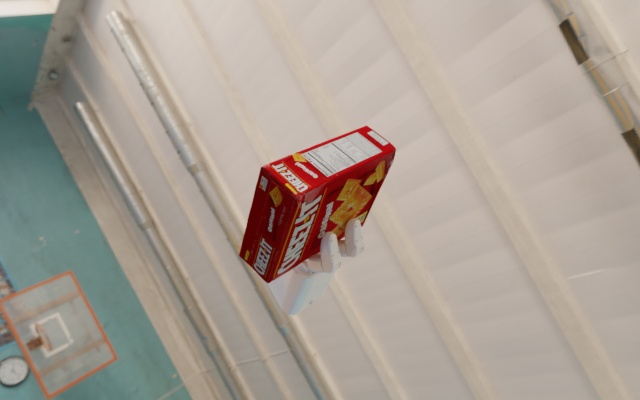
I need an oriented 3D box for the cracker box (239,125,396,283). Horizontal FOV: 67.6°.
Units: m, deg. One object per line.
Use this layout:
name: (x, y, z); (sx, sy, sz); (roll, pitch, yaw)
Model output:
cracker box: (0.000, 0.002, 0.671); (0.072, 0.164, 0.213); (40, 43, 23)
